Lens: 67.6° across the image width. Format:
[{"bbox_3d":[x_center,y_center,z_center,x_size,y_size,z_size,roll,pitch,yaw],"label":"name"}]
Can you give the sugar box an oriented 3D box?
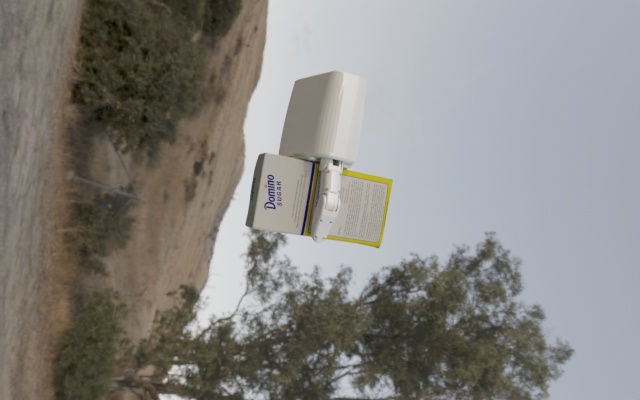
[{"bbox_3d":[0.000,0.002,0.604,0.176,0.093,0.048,11,-2,-20],"label":"sugar box"}]
